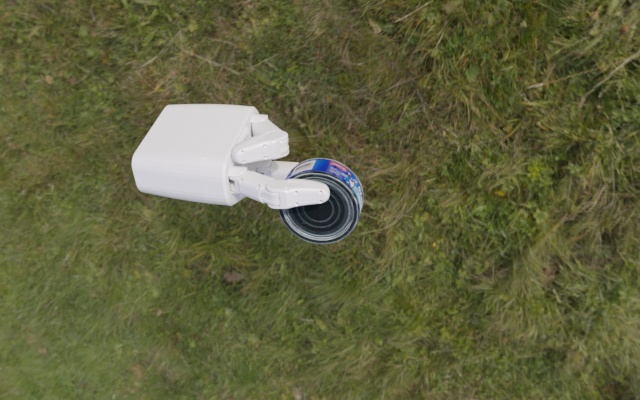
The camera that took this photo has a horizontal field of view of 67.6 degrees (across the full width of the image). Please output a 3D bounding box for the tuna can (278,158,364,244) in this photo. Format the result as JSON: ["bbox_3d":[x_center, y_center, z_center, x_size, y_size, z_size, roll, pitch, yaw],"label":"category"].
[{"bbox_3d":[0.000,0.002,0.489,0.086,0.086,0.033,0,29,12],"label":"tuna can"}]
